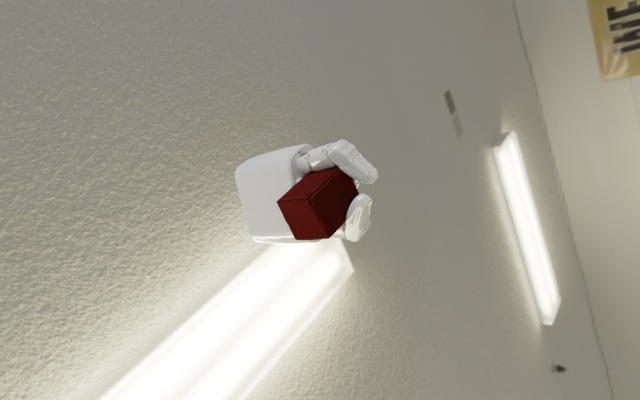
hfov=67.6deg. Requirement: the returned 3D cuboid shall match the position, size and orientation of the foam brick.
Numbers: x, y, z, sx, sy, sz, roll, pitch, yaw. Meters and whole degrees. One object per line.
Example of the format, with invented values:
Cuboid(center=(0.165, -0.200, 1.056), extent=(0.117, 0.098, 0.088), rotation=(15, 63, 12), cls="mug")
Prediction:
Cuboid(center=(0.000, 0.002, 0.530), extent=(0.051, 0.053, 0.078), rotation=(-6, 27, 41), cls="foam brick")
